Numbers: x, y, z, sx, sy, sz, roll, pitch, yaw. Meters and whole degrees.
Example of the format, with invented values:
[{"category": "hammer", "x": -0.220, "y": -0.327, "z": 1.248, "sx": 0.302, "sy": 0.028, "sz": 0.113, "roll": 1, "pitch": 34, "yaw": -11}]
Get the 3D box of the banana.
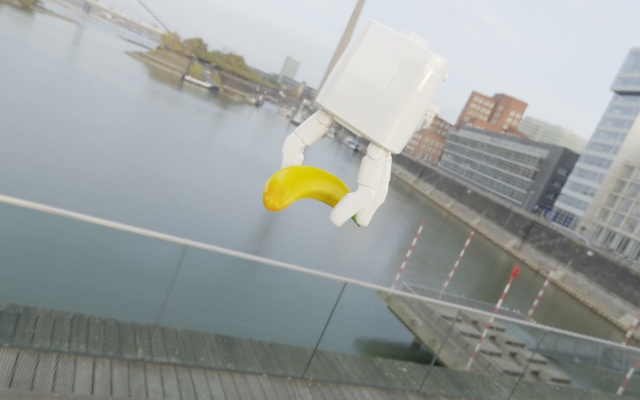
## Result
[{"category": "banana", "x": -0.009, "y": -0.011, "z": 0.538, "sx": 0.069, "sy": 0.037, "sz": 0.198, "roll": 50, "pitch": 20, "yaw": 27}]
